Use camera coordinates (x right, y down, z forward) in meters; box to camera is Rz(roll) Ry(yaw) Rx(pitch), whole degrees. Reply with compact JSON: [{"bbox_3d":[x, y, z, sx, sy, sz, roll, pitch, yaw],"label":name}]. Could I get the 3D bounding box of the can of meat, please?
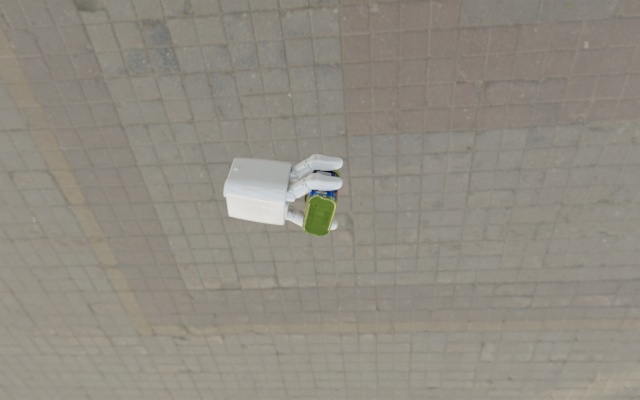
[{"bbox_3d":[0.000,0.003,0.867,0.057,0.102,0.083,10,41,-4],"label":"can of meat"}]
